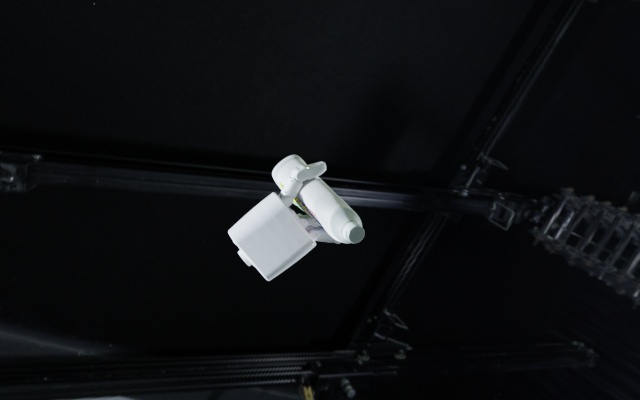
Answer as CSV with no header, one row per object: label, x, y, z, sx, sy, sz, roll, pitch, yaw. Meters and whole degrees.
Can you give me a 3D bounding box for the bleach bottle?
bleach bottle,0.000,0.003,0.826,0.068,0.103,0.250,-39,32,-6
